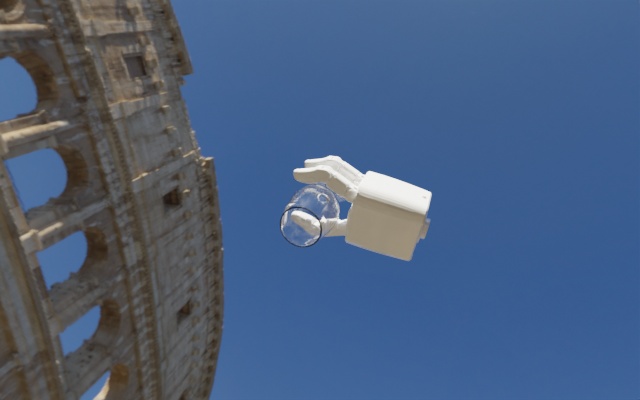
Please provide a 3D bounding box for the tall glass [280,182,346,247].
[{"bbox_3d":[0.000,0.002,0.748,0.079,0.079,0.201,0,21,18],"label":"tall glass"}]
